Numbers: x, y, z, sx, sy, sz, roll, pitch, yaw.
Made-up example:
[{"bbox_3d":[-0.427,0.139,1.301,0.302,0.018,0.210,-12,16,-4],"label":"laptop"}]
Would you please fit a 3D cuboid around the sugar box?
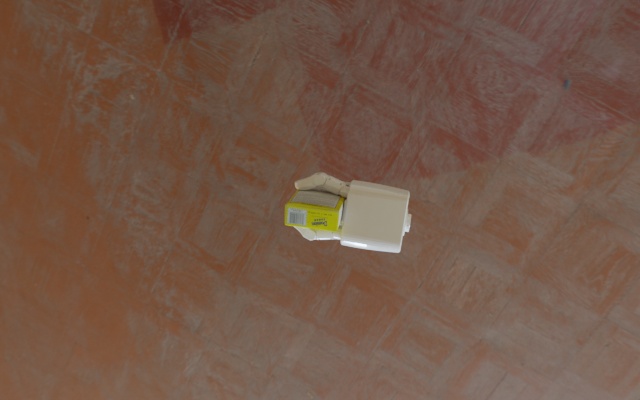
[{"bbox_3d":[0.000,0.003,0.874,0.093,0.048,0.176,8,16,9],"label":"sugar box"}]
